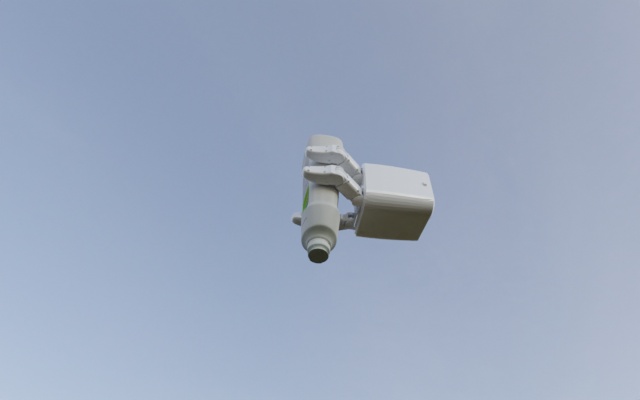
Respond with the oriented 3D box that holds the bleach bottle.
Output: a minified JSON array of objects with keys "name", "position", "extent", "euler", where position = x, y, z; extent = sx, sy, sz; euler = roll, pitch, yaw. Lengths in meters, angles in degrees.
[{"name":"bleach bottle","position":[0.000,0.002,0.734],"extent":[0.068,0.103,0.250],"euler":[7,39,-3]}]
